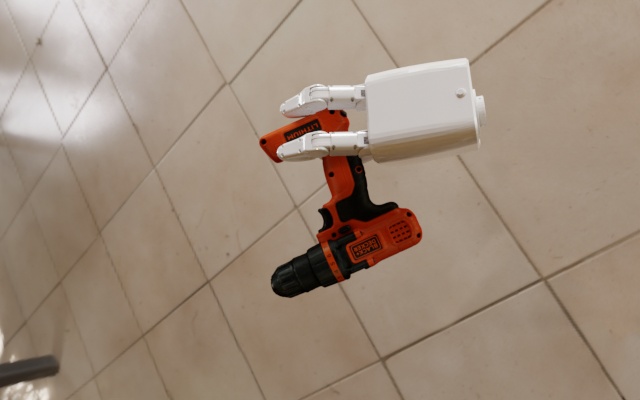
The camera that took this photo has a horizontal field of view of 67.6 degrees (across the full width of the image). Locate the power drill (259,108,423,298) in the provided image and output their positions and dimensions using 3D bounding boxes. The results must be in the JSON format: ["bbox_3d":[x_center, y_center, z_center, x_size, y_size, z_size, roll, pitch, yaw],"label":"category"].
[{"bbox_3d":[0.000,0.001,0.551,0.184,0.187,0.057,-24,-1,2],"label":"power drill"}]
